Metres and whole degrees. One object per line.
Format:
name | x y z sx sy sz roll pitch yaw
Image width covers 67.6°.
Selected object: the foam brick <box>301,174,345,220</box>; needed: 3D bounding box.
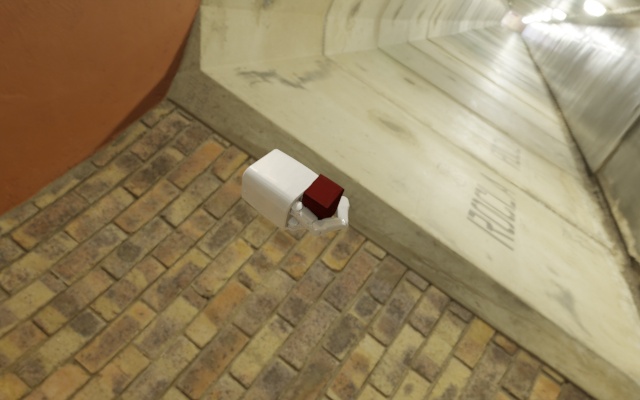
foam brick | 0.000 0.003 0.828 0.051 0.053 0.078 36 -30 11
